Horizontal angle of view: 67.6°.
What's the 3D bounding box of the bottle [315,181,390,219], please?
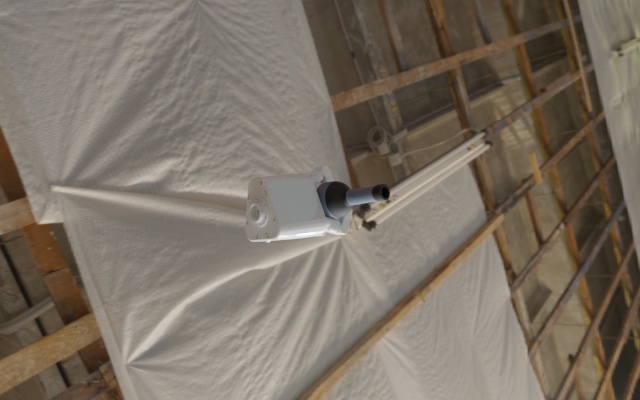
[{"bbox_3d":[0.000,0.003,0.870,0.296,0.069,0.069,-9,-6,44],"label":"bottle"}]
